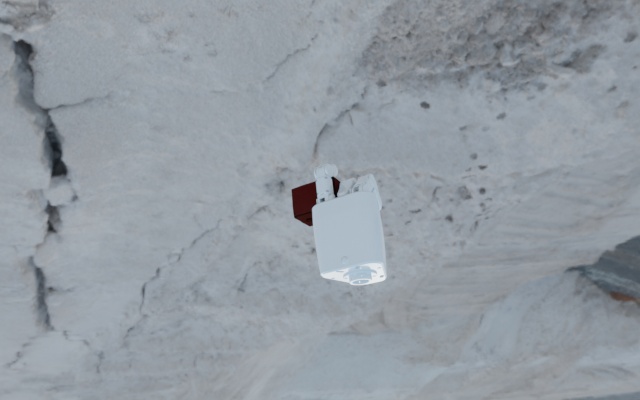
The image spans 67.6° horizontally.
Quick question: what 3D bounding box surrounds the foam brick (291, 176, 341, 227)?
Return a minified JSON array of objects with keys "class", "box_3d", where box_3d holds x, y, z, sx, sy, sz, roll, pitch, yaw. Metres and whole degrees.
[{"class":"foam brick","box_3d":[0.000,0.003,0.757,0.078,0.051,0.053,-17,-25,23]}]
